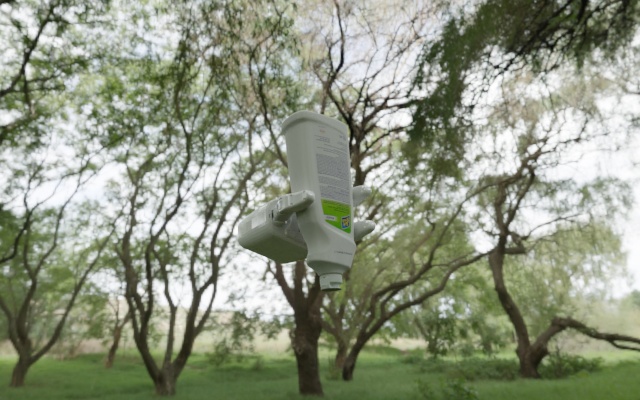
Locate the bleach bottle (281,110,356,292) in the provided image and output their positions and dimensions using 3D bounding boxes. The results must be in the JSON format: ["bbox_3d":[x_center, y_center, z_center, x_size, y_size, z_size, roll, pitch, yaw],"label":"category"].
[{"bbox_3d":[0.000,0.002,0.685,0.102,0.250,0.068,10,-24,-35],"label":"bleach bottle"}]
